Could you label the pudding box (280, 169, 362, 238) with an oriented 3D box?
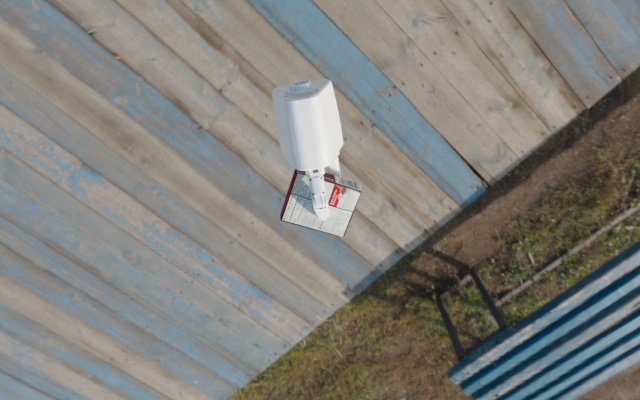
[{"bbox_3d":[0.000,0.003,0.770,0.113,0.090,0.039,17,23,-9],"label":"pudding box"}]
